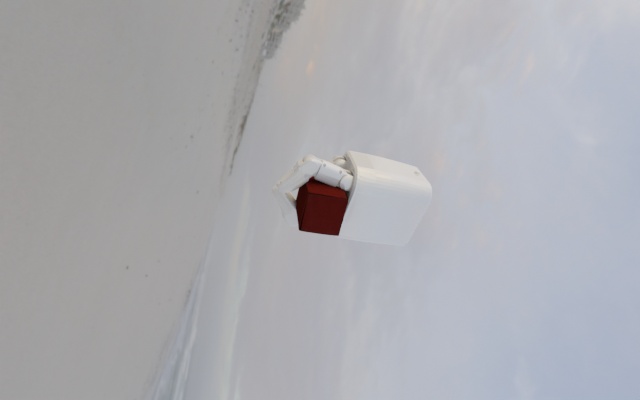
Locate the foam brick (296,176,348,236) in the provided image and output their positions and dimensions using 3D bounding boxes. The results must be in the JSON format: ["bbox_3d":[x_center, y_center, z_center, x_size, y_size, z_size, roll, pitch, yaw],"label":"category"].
[{"bbox_3d":[0.000,0.002,0.603,0.051,0.053,0.078,10,24,-11],"label":"foam brick"}]
